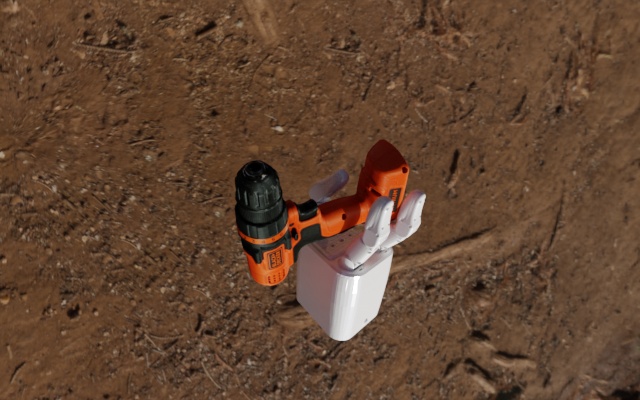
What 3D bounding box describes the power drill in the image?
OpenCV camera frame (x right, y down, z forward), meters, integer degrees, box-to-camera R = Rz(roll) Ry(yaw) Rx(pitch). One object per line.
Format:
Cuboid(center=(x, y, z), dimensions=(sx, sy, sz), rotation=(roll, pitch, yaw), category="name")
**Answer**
Cuboid(center=(0.000, 0.002, 0.507), dimensions=(0.187, 0.057, 0.185), rotation=(-22, -32, -18), category="power drill")
